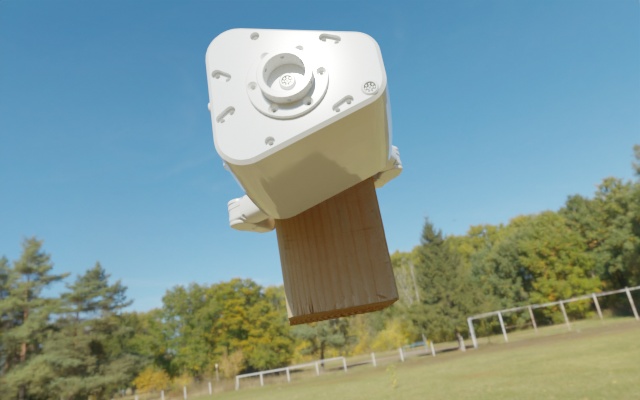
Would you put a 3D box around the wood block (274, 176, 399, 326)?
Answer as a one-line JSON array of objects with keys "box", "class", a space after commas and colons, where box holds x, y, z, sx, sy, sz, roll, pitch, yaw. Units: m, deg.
[{"box": [0.000, 0.001, 0.440, 0.091, 0.206, 0.090, -8, -18, -5], "class": "wood block"}]
